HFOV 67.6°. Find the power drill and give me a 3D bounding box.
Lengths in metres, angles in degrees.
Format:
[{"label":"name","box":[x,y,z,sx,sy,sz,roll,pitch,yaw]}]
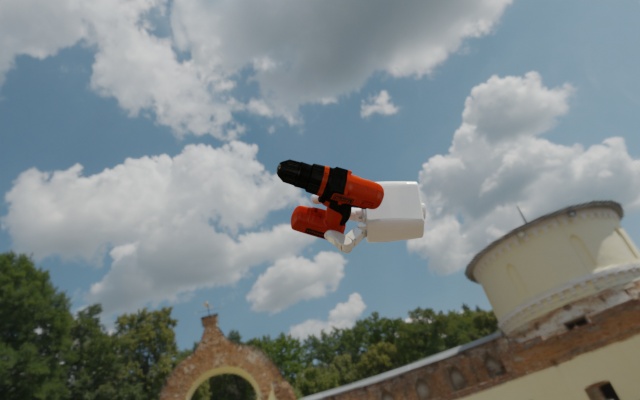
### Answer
[{"label":"power drill","box":[0.000,0.003,0.855,0.184,0.057,0.188,17,-29,-7]}]
